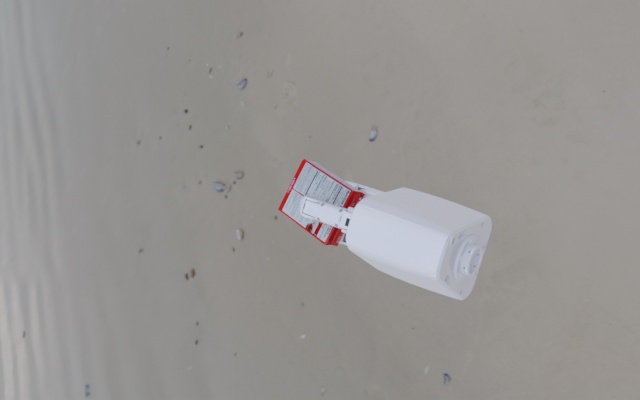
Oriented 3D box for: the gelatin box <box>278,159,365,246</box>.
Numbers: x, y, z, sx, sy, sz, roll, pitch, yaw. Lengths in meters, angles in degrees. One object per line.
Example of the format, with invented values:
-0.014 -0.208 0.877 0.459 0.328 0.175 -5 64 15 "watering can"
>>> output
0.000 0.002 0.576 0.089 0.073 0.030 34 14 32 "gelatin box"
